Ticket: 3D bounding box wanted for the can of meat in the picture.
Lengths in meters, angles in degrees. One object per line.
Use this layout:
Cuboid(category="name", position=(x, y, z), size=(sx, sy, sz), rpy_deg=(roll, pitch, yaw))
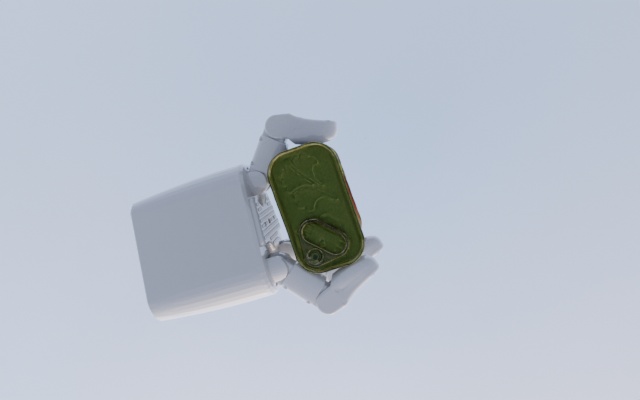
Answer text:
Cuboid(category="can of meat", position=(0.000, 0.001, 0.414), size=(0.057, 0.102, 0.084), rpy_deg=(-19, 5, 7))
